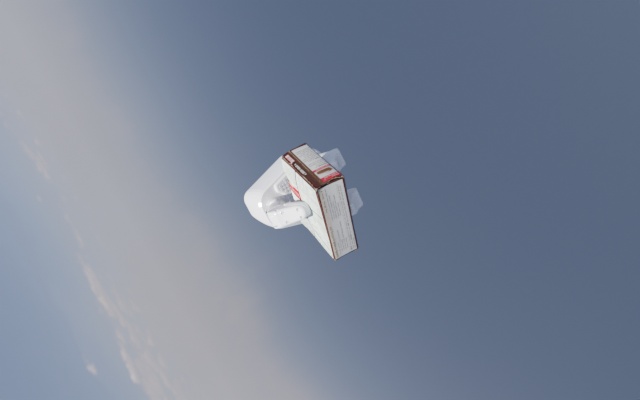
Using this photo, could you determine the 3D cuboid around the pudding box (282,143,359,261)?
[{"bbox_3d":[0.000,0.002,0.559,0.039,0.114,0.090,-29,41,-15],"label":"pudding box"}]
